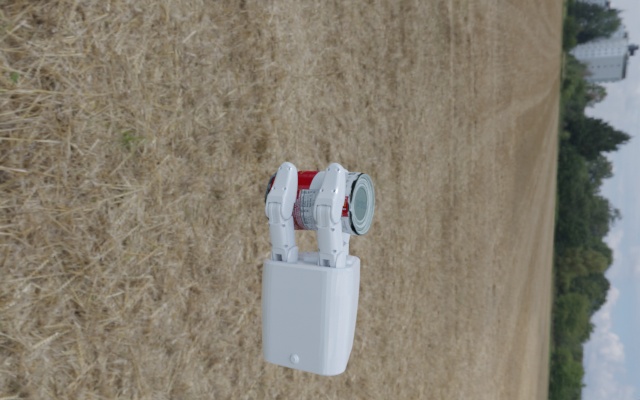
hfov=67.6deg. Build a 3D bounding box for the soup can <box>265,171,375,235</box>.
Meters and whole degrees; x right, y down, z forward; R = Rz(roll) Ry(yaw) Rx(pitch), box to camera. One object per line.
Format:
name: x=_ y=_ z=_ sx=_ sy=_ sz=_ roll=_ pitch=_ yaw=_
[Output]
soup can: x=0.000 y=0.001 z=0.520 sx=0.102 sy=0.068 sz=0.068 roll=3 pitch=1 yaw=26
